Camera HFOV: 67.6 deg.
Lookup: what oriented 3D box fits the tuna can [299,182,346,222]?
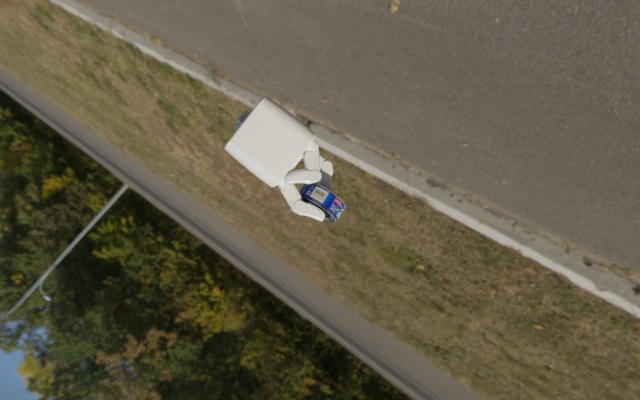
[{"bbox_3d":[0.000,0.003,0.846,0.086,0.033,0.086,30,-14,8],"label":"tuna can"}]
